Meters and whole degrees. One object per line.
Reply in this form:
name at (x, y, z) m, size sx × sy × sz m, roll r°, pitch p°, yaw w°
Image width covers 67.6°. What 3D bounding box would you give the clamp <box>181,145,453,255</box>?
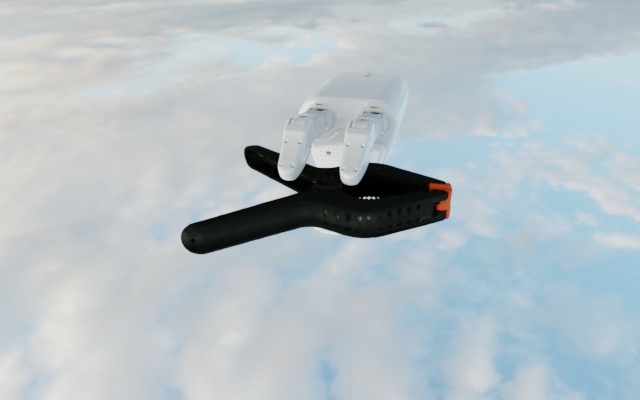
clamp at (0.001, 0.002, 0.401) m, size 0.210 × 0.036 × 0.164 m, roll 6°, pitch 33°, yaw 16°
